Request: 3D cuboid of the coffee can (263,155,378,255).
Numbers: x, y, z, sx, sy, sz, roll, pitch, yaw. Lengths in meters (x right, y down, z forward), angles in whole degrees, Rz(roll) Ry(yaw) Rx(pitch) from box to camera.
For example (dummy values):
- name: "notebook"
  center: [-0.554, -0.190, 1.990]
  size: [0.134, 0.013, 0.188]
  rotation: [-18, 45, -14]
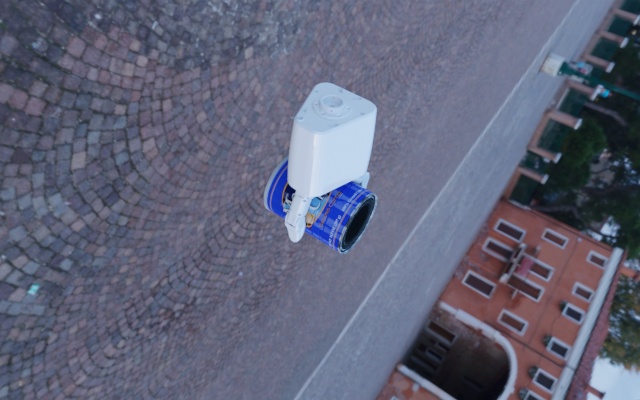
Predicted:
- name: "coffee can"
  center: [0.000, 0.002, 0.721]
  size: [0.140, 0.103, 0.103]
  rotation: [30, 11, 20]
